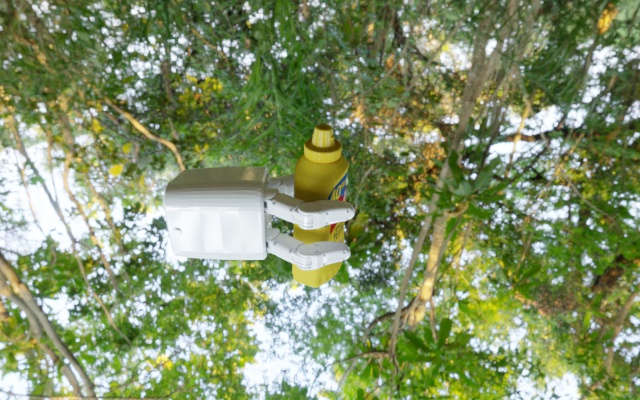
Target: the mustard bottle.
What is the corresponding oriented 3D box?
[{"bbox_3d":[0.000,0.002,0.561,0.058,0.192,0.096,14,35,19],"label":"mustard bottle"}]
